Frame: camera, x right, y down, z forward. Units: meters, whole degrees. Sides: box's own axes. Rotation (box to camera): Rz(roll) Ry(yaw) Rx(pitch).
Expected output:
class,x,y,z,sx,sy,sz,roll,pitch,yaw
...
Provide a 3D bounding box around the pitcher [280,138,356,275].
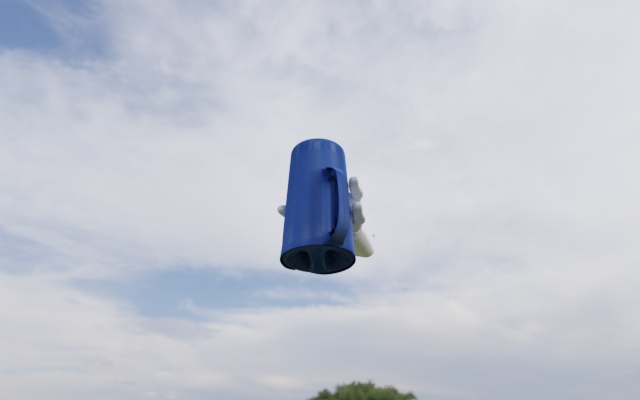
class,x,y,z,sx,sy,sz,roll,pitch,yaw
pitcher,0.000,0.003,0.882,0.149,0.242,0.145,-12,-32,19
